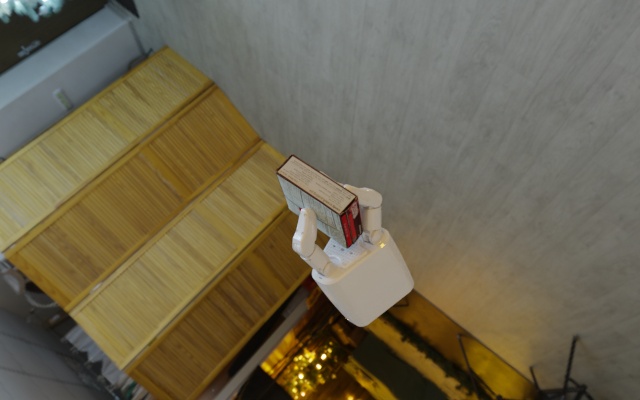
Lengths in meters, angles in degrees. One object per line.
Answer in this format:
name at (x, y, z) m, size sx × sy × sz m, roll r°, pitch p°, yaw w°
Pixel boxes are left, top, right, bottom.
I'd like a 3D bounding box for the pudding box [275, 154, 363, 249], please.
pudding box at (0.000, 0.002, 0.614) m, size 0.113 × 0.039 × 0.090 m, roll 32°, pitch -23°, yaw 26°
